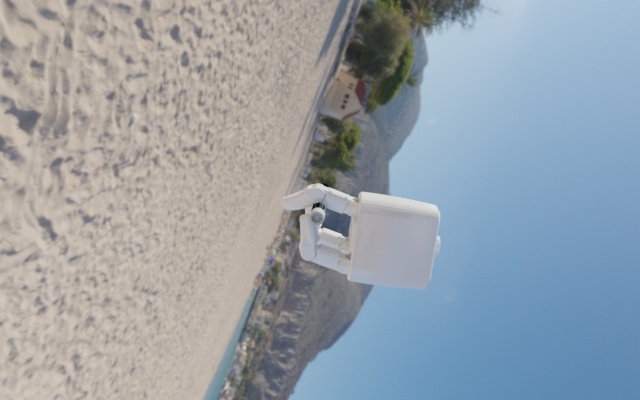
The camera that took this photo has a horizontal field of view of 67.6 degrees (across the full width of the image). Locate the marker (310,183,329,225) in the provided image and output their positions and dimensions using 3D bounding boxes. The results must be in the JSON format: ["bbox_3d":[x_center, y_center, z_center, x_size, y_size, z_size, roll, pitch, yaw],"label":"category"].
[{"bbox_3d":[0.000,0.002,0.651,0.020,0.020,0.121,0,20,4],"label":"marker"}]
